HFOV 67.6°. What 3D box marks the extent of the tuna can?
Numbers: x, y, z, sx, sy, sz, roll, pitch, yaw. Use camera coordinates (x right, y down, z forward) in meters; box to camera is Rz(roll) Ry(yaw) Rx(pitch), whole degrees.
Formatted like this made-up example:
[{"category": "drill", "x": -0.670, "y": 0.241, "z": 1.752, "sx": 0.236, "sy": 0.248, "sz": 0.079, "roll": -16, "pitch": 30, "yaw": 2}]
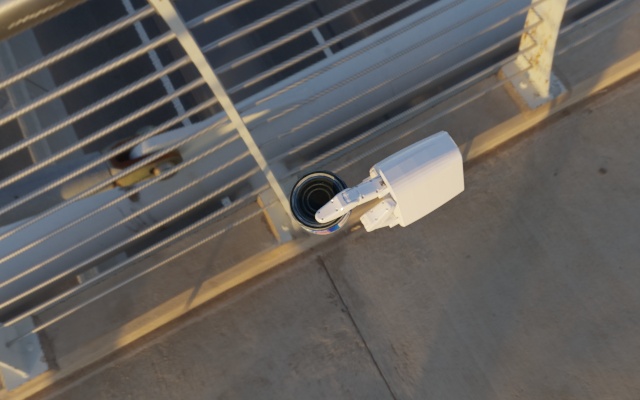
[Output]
[{"category": "tuna can", "x": 0.000, "y": 0.002, "z": 0.656, "sx": 0.086, "sy": 0.086, "sz": 0.034, "roll": 0, "pitch": -12, "yaw": 10}]
